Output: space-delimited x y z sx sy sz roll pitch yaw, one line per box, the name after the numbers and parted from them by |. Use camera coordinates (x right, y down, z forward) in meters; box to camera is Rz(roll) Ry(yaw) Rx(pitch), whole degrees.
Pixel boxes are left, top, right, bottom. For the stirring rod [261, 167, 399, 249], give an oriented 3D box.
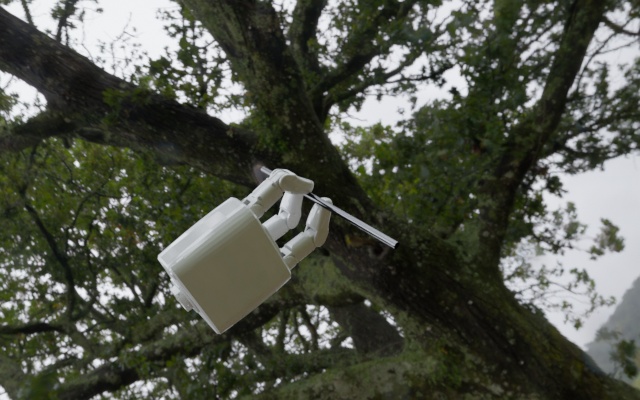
0.000 0.002 0.567 0.011 0.011 0.239 0 22 -44 | stirring rod
